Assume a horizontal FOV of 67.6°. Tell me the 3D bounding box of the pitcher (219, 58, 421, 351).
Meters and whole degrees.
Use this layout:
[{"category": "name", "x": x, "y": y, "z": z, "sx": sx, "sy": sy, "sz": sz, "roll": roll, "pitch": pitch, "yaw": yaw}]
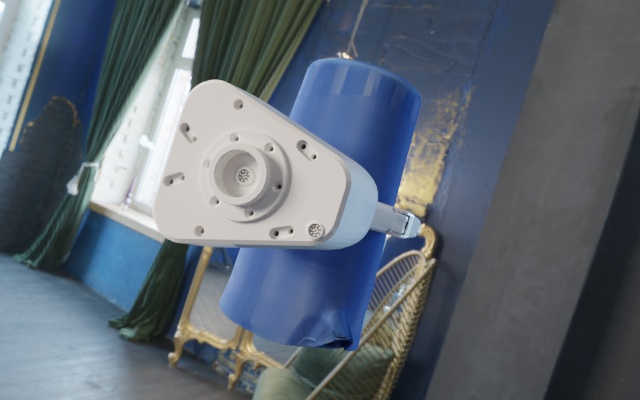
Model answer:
[{"category": "pitcher", "x": 0.000, "y": 0.001, "z": 0.446, "sx": 0.149, "sy": 0.243, "sz": 0.145, "roll": 18, "pitch": 1, "yaw": 14}]
